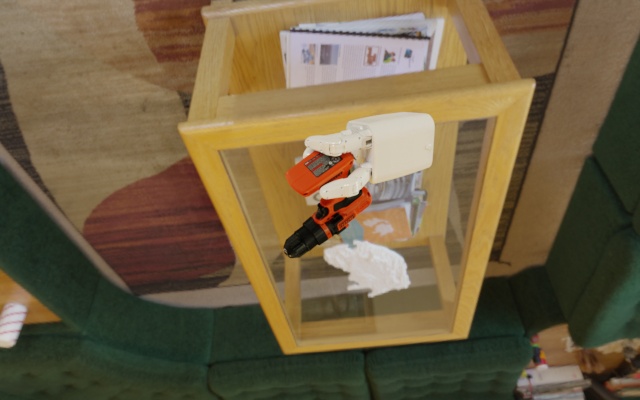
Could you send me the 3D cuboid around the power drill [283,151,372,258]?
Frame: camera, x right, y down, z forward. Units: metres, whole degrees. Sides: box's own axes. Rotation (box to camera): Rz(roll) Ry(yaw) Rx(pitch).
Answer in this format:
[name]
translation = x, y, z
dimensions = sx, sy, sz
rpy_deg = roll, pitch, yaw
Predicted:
[power drill]
translation = 0.000, 0.002, 0.782
dimensions = 0.184, 0.057, 0.188
rpy_deg = -39, -29, -13
